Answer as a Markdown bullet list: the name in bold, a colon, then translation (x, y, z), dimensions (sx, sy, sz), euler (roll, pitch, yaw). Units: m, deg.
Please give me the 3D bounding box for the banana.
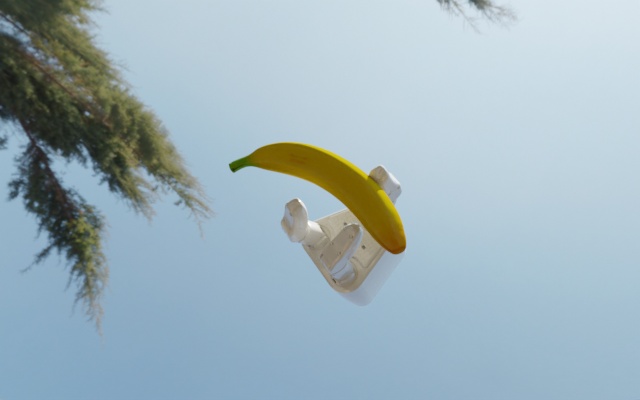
- **banana**: translation (0.007, -0.015, 0.471), dimensions (0.197, 0.069, 0.037), euler (25, -18, 22)
